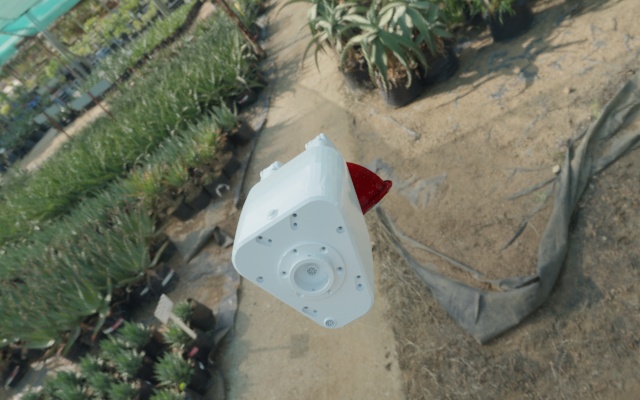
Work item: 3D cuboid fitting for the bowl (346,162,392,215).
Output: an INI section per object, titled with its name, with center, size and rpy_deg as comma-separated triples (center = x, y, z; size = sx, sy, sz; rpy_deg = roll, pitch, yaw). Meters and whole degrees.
[bowl]
center = 0.000, 0.001, 0.548
size = 0.162, 0.055, 0.162
rpy_deg = -34, 6, 4
